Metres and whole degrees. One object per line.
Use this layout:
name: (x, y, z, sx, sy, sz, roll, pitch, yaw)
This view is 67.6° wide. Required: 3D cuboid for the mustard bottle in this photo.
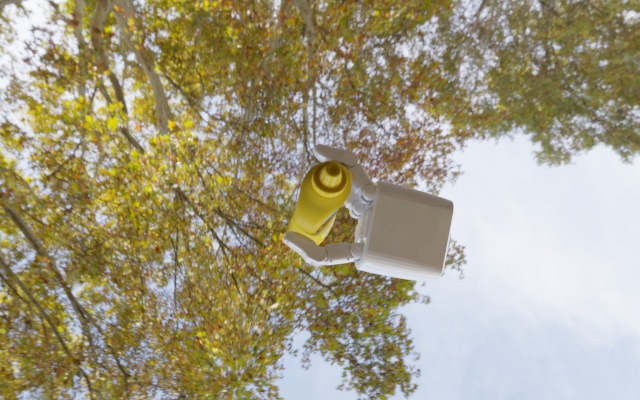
mustard bottle: (0.000, 0.002, 0.616, 0.058, 0.096, 0.192, 34, -23, 4)
